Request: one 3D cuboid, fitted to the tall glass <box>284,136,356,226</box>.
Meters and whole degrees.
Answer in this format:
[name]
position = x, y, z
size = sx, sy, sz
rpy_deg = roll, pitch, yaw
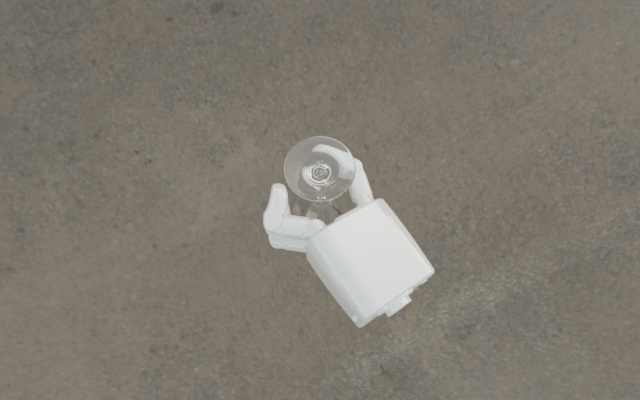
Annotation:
[tall glass]
position = 0.000, 0.002, 0.583
size = 0.079, 0.079, 0.201
rpy_deg = 0, -20, 0
